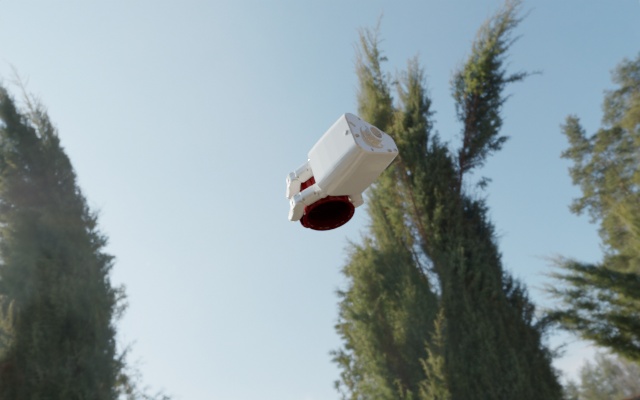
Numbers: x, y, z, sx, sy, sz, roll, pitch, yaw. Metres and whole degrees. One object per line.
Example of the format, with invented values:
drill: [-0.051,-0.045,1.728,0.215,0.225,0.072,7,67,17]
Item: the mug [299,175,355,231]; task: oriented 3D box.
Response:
mug: [-0.001,0.004,0.866,0.093,0.081,0.117,16,-47,-36]
